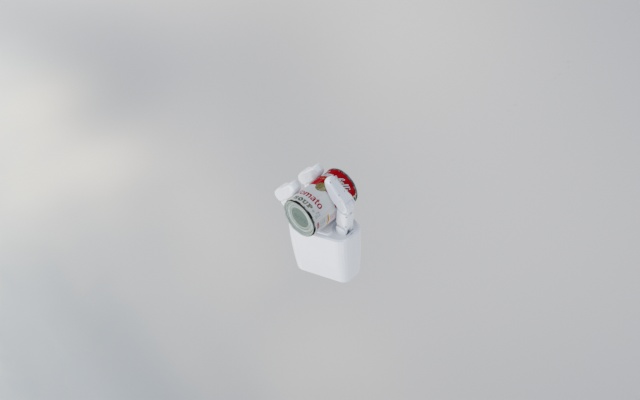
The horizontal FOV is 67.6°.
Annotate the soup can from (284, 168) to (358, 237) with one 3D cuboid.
[{"bbox_3d":[0.000,0.002,0.752,0.102,0.068,0.068,-37,22,-32],"label":"soup can"}]
